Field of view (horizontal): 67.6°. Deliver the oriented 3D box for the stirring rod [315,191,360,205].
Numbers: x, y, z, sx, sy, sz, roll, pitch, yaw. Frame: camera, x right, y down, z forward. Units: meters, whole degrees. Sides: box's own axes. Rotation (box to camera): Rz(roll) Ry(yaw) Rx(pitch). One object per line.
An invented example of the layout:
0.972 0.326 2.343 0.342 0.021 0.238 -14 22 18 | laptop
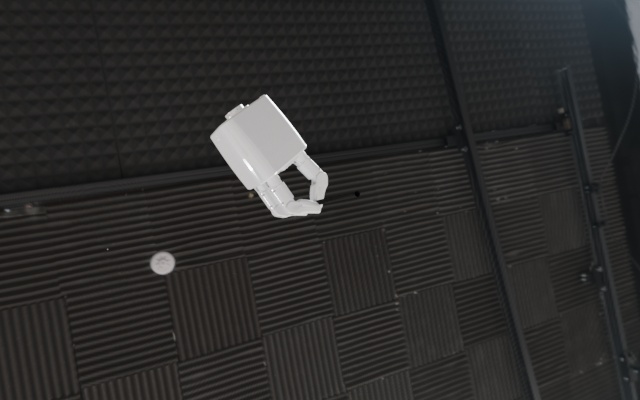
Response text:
0.000 0.002 0.741 0.011 0.011 0.239 0 -5 -24 | stirring rod
